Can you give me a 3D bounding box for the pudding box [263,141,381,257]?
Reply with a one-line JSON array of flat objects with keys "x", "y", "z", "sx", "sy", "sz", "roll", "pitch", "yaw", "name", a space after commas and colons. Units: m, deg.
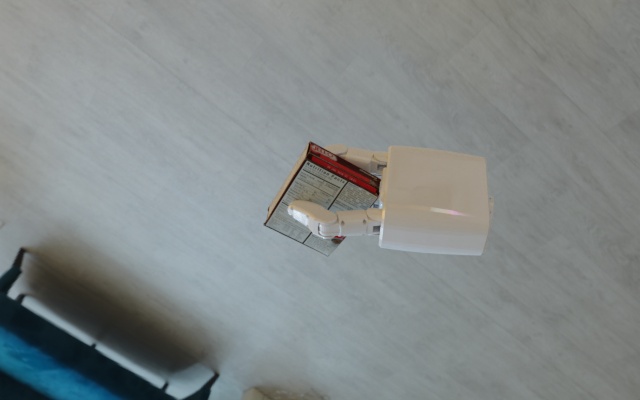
[{"x": 0.000, "y": 0.002, "z": 0.530, "sx": 0.090, "sy": 0.113, "sz": 0.039, "roll": 28, "pitch": 35, "yaw": -11, "name": "pudding box"}]
